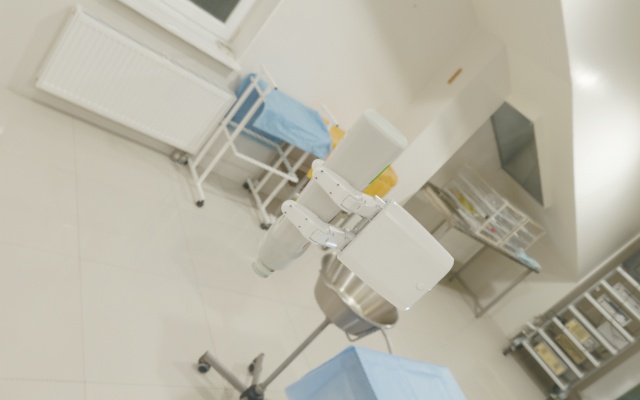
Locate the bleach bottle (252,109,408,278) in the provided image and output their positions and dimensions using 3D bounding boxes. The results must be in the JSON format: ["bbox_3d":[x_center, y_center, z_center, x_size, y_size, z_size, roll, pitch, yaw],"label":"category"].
[{"bbox_3d":[0.000,0.002,0.600,0.068,0.251,0.102,42,19,0],"label":"bleach bottle"}]
